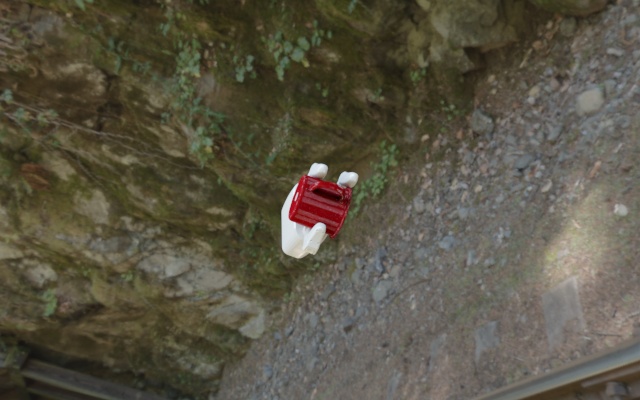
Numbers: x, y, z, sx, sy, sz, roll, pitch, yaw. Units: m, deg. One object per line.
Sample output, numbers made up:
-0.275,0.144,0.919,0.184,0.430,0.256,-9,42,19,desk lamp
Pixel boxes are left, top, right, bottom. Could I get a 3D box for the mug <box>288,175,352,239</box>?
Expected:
0.000,0.002,0.783,0.081,0.093,0.117,20,-29,-10,mug
